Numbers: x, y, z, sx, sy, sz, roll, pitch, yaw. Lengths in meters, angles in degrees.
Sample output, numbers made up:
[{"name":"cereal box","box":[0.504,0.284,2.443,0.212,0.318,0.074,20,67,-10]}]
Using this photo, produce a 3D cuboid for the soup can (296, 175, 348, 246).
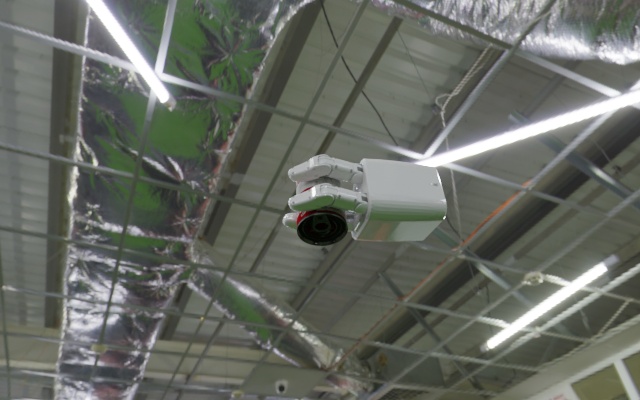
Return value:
[{"name":"soup can","box":[0.000,0.002,0.663,0.068,0.102,0.069,-2,-42,-2]}]
